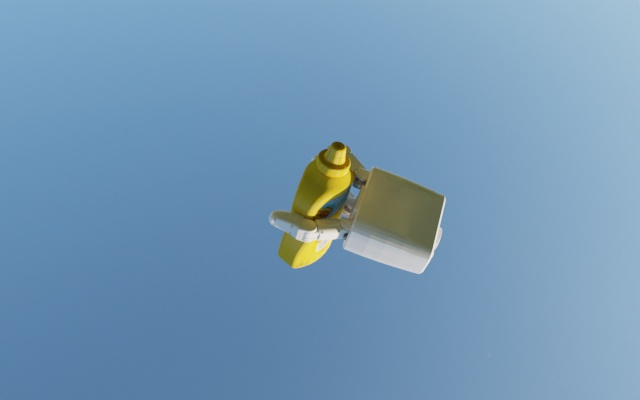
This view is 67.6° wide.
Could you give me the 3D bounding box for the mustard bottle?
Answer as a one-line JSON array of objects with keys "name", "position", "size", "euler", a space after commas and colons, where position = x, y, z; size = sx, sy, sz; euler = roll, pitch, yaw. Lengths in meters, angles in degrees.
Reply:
[{"name": "mustard bottle", "position": [0.000, 0.002, 0.626], "size": [0.058, 0.192, 0.096], "euler": [38, 47, 19]}]
